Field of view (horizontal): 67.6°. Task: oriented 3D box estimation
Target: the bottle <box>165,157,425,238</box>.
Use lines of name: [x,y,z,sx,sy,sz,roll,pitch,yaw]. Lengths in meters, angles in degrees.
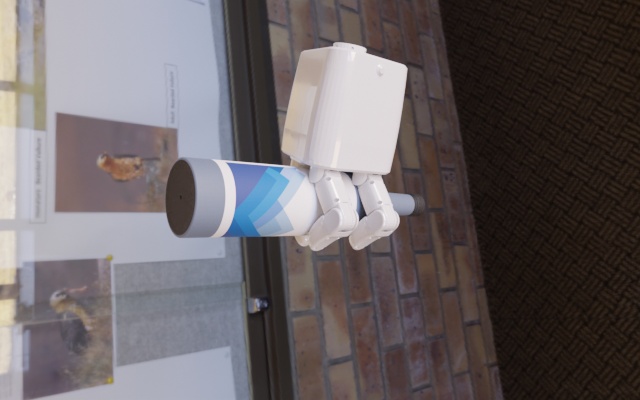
bottle: [0.000,0.002,0.481,0.296,0.069,0.069,2,-1,-39]
